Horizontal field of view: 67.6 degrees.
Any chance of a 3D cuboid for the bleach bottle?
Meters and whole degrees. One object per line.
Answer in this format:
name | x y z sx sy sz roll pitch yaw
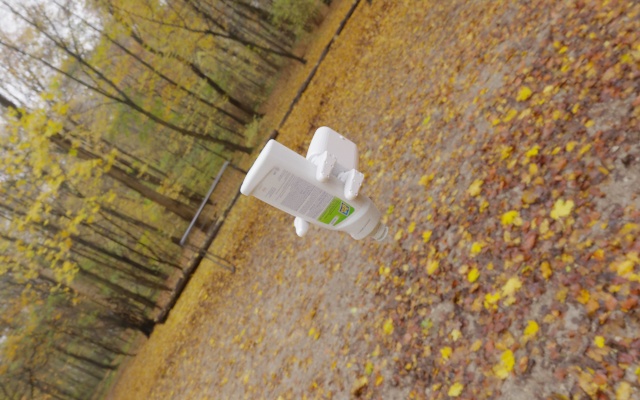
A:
bleach bottle | 0.000 0.003 0.804 0.251 0.103 0.068 30 32 -14
